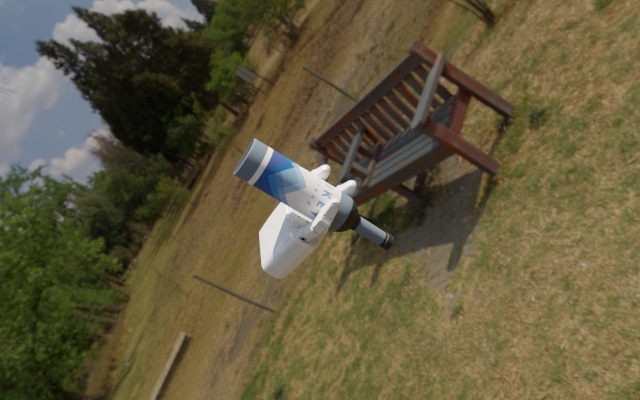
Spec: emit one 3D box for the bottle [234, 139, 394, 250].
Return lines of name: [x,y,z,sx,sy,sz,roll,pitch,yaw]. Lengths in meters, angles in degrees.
bottle: [0.000,0.002,0.798,0.296,0.069,0.069,31,-10,-17]
